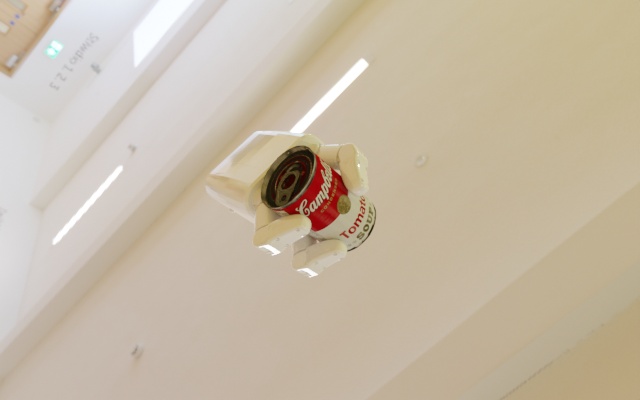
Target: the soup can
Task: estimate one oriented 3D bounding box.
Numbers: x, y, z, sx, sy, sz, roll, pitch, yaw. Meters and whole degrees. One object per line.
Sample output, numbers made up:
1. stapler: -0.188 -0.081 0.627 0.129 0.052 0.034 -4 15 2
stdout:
1. soup can: 0.001 0.002 0.473 0.068 0.068 0.102 0 -29 45
